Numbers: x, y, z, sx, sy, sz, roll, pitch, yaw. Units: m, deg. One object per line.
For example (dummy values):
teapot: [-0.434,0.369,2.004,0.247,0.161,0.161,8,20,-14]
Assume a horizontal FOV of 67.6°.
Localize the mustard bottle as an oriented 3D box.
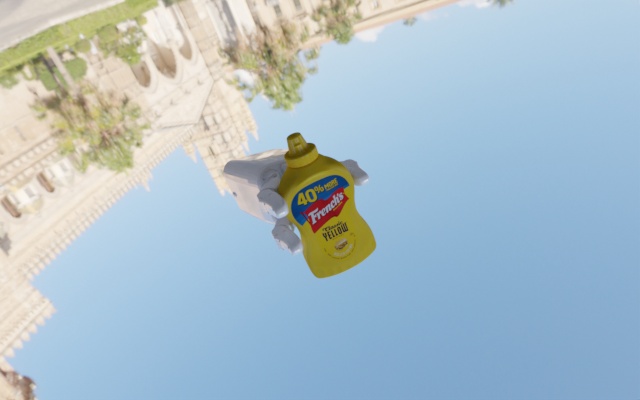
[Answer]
mustard bottle: [0.000,0.002,0.603,0.096,0.192,0.058,-26,27,-6]
